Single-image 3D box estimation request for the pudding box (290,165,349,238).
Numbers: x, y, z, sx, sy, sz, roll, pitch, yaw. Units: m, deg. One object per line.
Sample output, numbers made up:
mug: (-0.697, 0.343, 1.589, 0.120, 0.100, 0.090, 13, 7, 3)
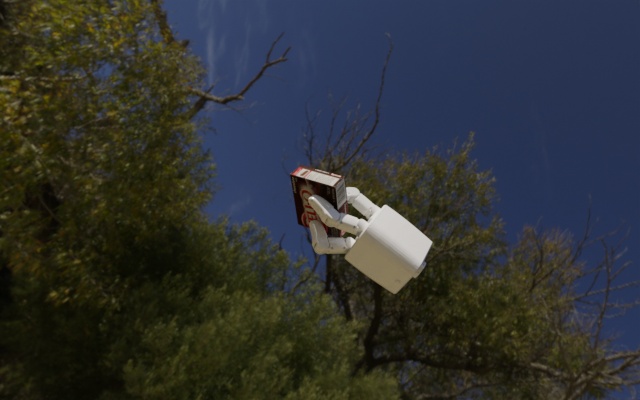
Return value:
pudding box: (0.000, 0.003, 0.809, 0.090, 0.114, 0.039, 16, 41, 28)
